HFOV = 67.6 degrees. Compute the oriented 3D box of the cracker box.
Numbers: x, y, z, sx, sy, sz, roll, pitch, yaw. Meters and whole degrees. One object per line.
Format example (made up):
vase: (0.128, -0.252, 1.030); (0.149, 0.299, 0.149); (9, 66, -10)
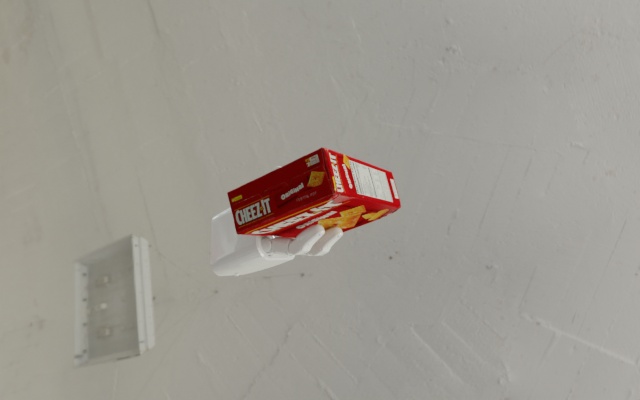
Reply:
cracker box: (0.000, 0.002, 0.698); (0.164, 0.072, 0.214); (-23, -17, 28)
